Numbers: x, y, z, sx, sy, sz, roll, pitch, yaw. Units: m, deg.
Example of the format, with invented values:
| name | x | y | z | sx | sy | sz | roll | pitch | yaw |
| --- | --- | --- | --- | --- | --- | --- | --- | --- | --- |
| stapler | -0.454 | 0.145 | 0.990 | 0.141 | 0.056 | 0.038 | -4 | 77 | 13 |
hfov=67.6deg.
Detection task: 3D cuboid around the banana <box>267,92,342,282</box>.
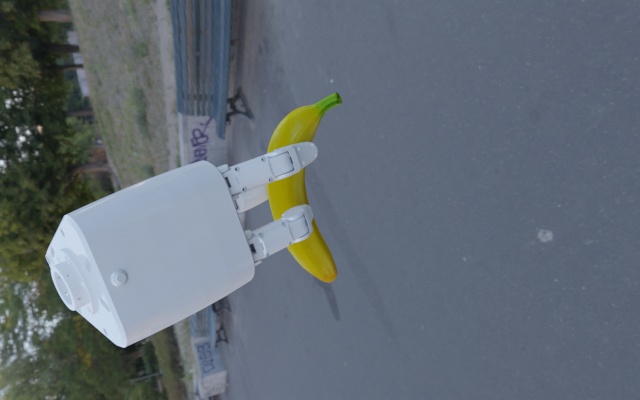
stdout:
| name | x | y | z | sx | sy | sz | roll | pitch | yaw |
| --- | --- | --- | --- | --- | --- | --- | --- | --- | --- |
| banana | -0.018 | -0.004 | 0.457 | 0.069 | 0.198 | 0.037 | 8 | 29 | 15 |
